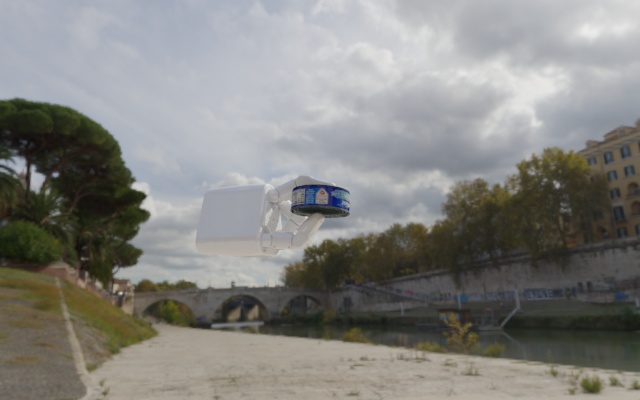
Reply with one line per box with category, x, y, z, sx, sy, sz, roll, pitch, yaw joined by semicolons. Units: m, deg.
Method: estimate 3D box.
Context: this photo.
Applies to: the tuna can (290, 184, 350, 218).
tuna can;0.000;0.002;0.689;0.086;0.033;0.086;3;-11;1
